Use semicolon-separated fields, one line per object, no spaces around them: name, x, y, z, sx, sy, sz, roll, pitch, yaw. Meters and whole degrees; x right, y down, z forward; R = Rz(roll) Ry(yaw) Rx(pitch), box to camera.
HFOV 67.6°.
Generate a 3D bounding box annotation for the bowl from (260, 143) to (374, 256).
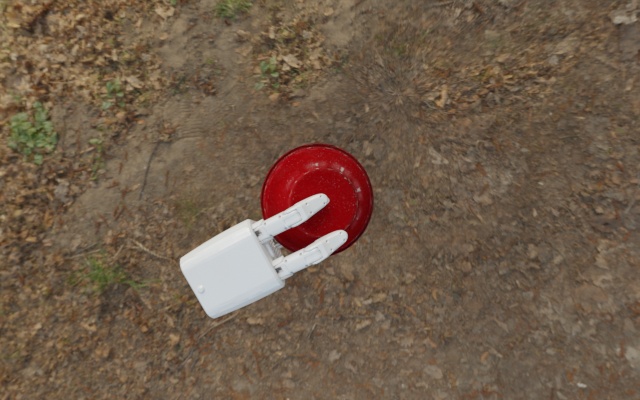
bowl;0.001;0.001;0.647;0.162;0.162;0.055;0;3;-8
